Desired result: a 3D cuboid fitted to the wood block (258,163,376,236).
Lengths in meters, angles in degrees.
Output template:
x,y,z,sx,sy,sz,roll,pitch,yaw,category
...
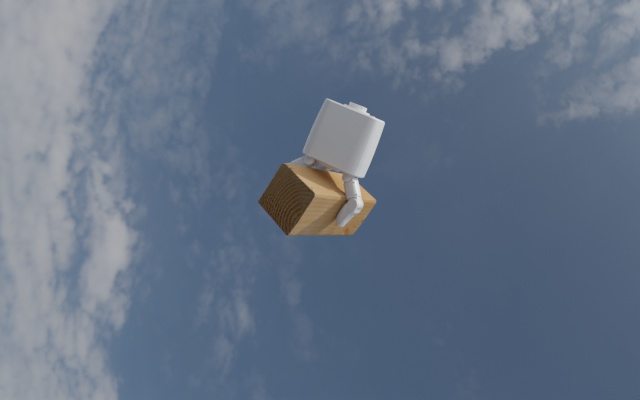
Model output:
x,y,z,sx,sy,sz,roll,pitch,yaw,category
0.001,0.003,0.870,0.090,0.090,0.206,45,22,29,wood block
